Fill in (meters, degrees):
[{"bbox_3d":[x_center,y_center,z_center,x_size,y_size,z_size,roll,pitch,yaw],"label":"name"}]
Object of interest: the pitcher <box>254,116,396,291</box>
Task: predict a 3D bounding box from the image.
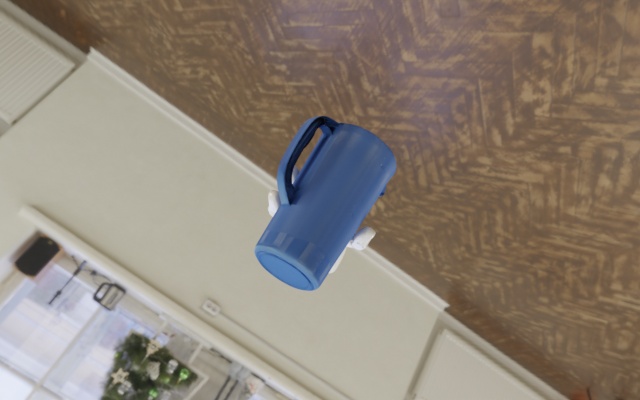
[{"bbox_3d":[0.000,0.002,0.717,0.149,0.242,0.145,28,-27,10],"label":"pitcher"}]
